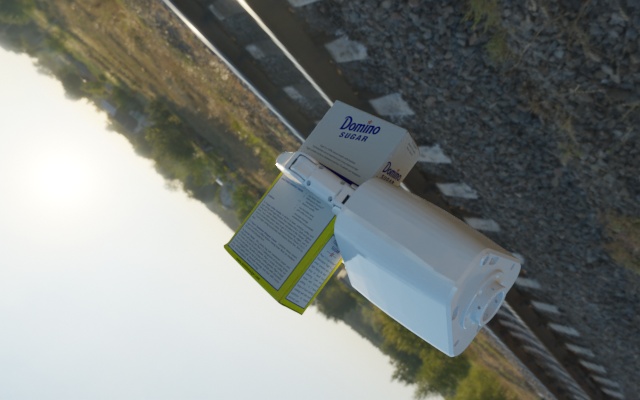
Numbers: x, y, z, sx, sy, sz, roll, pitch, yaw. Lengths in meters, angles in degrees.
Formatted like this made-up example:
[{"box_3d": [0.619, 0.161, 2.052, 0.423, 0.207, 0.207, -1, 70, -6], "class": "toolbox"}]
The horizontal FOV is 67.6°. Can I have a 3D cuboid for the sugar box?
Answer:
[{"box_3d": [0.000, 0.002, 0.426, 0.093, 0.176, 0.048, 34, -8, 40], "class": "sugar box"}]
